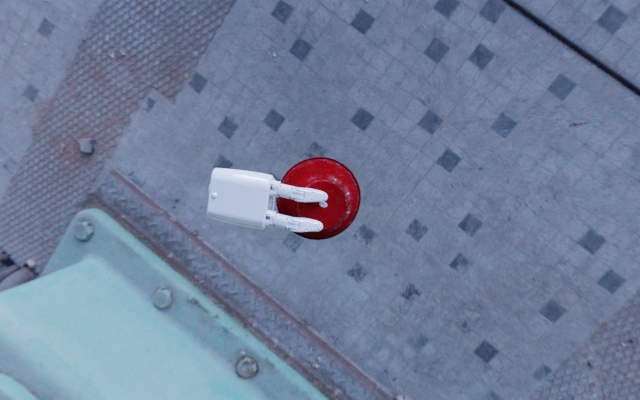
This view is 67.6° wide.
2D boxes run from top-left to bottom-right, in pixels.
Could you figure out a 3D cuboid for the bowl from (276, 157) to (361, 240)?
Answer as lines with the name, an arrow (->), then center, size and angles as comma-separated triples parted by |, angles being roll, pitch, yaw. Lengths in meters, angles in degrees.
bowl -> 0.002, 0.003, 0.881 | 0.162, 0.162, 0.055 | 0, 13, -7
